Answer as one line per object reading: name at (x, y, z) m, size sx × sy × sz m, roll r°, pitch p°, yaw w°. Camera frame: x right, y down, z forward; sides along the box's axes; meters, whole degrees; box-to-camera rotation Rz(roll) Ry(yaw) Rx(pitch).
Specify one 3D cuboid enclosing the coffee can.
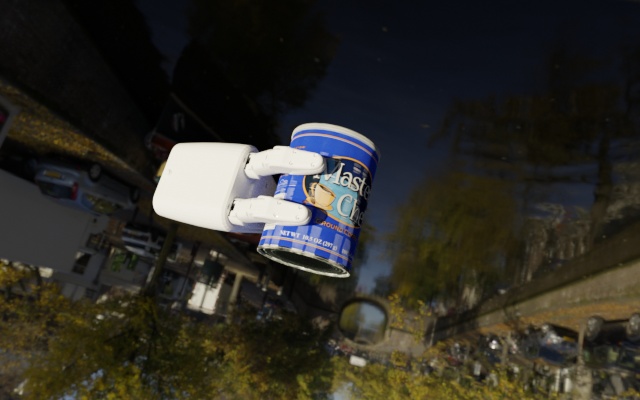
coffee can at (0.000, 0.002, 0.523) m, size 0.103 × 0.140 × 0.103 m, roll 14°, pitch -16°, yaw 4°
